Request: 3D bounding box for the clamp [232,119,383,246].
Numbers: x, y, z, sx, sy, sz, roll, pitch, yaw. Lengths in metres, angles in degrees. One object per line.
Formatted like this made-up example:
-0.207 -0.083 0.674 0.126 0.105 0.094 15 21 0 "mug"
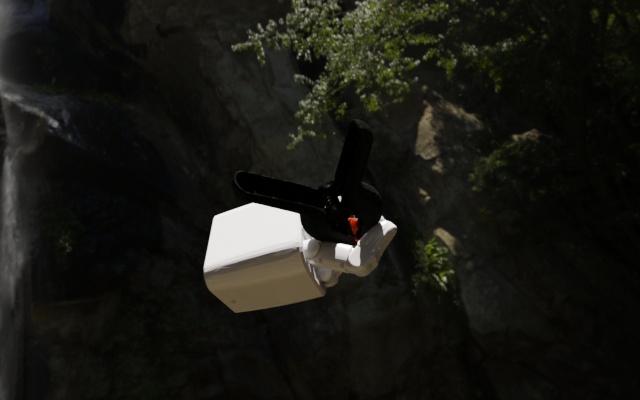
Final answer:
0.000 0.001 0.432 0.120 0.039 0.172 -13 -35 9 "clamp"
